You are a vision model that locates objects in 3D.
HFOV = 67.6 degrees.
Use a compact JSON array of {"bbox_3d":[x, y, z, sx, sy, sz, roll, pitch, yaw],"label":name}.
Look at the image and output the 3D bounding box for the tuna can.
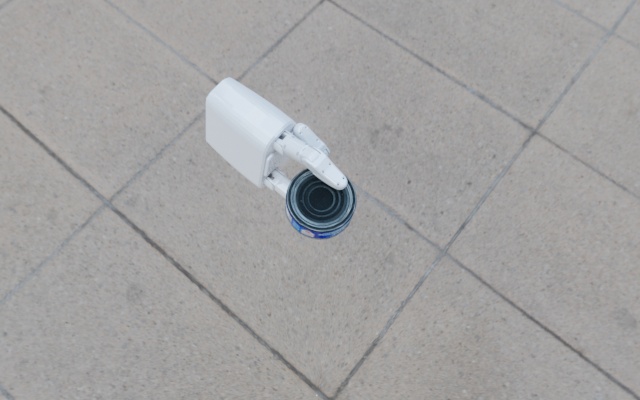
[{"bbox_3d":[0.000,0.002,0.577,0.086,0.086,0.034,0,-18,-5],"label":"tuna can"}]
